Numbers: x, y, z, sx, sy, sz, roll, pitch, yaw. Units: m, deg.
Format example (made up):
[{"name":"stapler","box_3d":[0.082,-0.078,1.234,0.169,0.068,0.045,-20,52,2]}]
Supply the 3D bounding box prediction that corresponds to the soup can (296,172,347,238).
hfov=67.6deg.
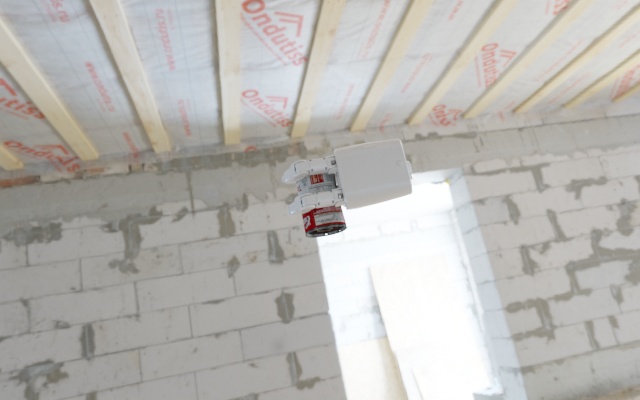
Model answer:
[{"name":"soup can","box_3d":[0.000,0.002,0.775,0.068,0.102,0.068,-11,-15,-3]}]
